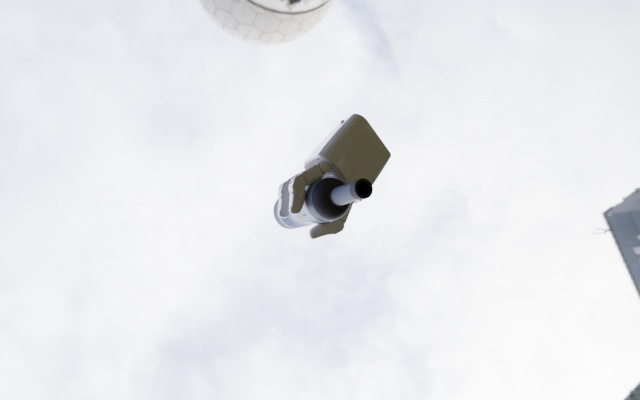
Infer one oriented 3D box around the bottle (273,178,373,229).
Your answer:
[{"bbox_3d":[0.000,0.003,0.762,0.069,0.069,0.296,0,-7,-23],"label":"bottle"}]
